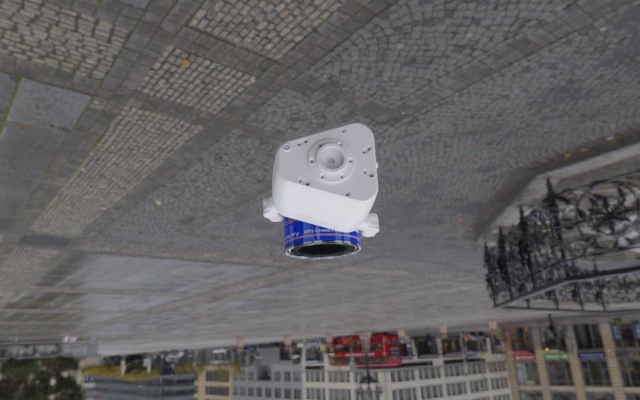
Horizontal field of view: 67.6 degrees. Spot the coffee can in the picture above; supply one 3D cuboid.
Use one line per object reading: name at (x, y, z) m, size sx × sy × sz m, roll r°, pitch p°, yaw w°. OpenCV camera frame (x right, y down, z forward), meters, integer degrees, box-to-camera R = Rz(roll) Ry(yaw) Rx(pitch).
coffee can at (0.000, 0.002, 0.657) m, size 0.103 × 0.140 × 0.103 m, roll -2°, pitch -18°, yaw -1°
